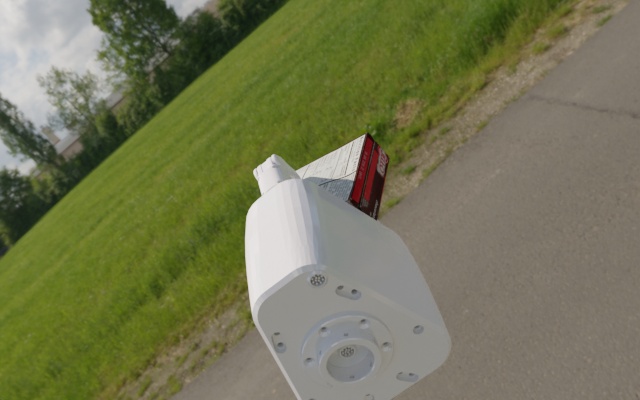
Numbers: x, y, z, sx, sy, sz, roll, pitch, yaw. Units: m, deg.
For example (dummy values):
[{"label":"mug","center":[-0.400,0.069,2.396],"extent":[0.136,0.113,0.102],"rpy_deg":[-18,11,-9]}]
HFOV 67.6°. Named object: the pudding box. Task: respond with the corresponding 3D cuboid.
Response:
[{"label":"pudding box","center":[0.000,0.001,0.405],"extent":[0.113,0.039,0.090],"rpy_deg":[-23,31,34]}]
